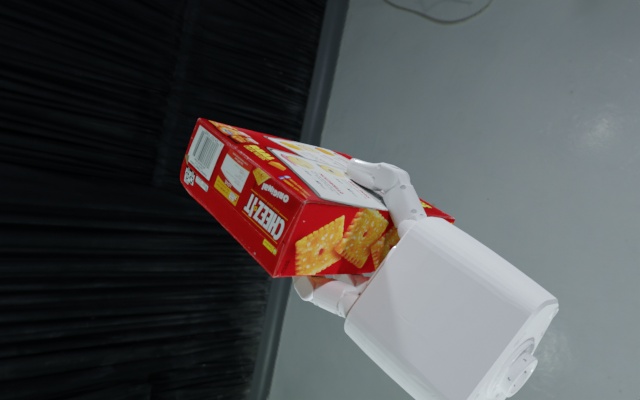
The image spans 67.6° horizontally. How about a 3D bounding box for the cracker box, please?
[{"bbox_3d":[0.000,0.001,0.454,0.214,0.072,0.164,8,22,-47],"label":"cracker box"}]
